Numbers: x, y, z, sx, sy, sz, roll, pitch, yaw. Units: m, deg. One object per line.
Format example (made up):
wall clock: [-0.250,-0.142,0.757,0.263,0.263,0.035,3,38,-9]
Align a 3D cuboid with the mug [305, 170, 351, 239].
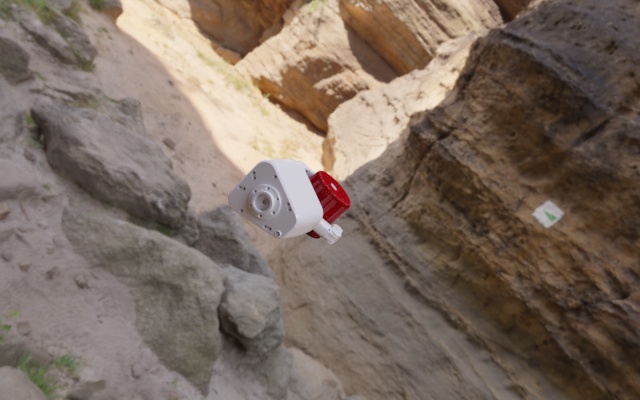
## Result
mug: [0.001,0.002,0.820,0.081,0.093,0.117,-42,-8,16]
